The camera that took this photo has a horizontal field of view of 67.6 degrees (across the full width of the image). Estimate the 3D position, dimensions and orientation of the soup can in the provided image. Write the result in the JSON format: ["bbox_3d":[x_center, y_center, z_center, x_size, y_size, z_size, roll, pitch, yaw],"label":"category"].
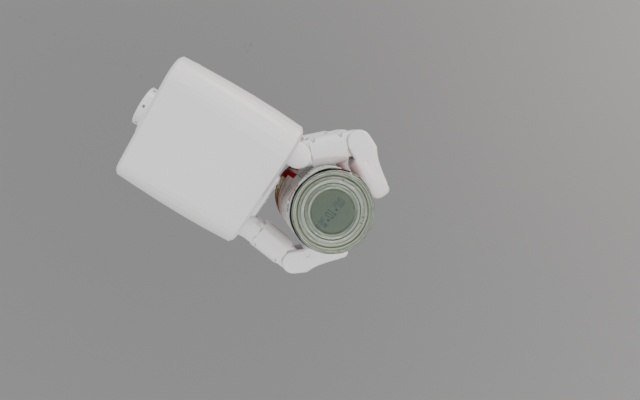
[{"bbox_3d":[0.000,0.002,0.407,0.068,0.068,0.102,0,8,-11],"label":"soup can"}]
